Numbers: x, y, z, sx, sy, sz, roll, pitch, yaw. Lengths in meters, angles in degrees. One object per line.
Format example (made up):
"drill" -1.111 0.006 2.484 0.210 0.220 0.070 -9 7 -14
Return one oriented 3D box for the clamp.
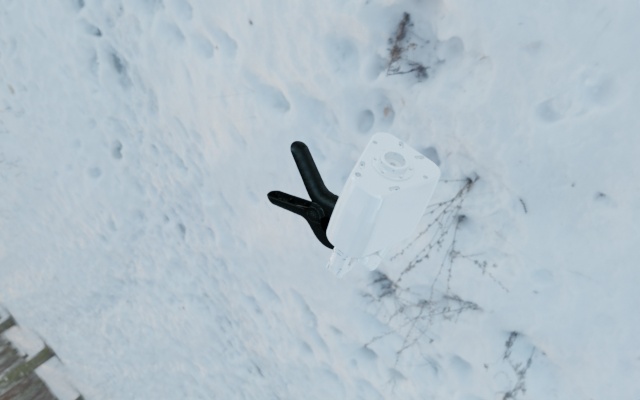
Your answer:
"clamp" 0.000 0.003 0.646 0.171 0.120 0.039 37 49 19
